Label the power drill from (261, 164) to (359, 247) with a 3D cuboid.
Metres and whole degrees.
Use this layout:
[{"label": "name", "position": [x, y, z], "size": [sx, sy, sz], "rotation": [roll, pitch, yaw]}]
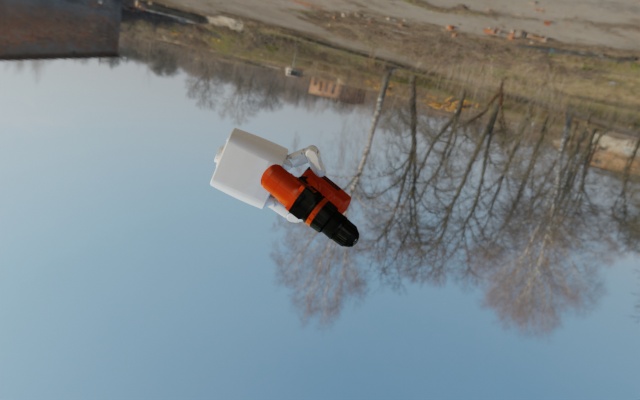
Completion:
[{"label": "power drill", "position": [0.000, 0.003, 0.820], "size": [0.184, 0.057, 0.187], "rotation": [39, 11, 7]}]
